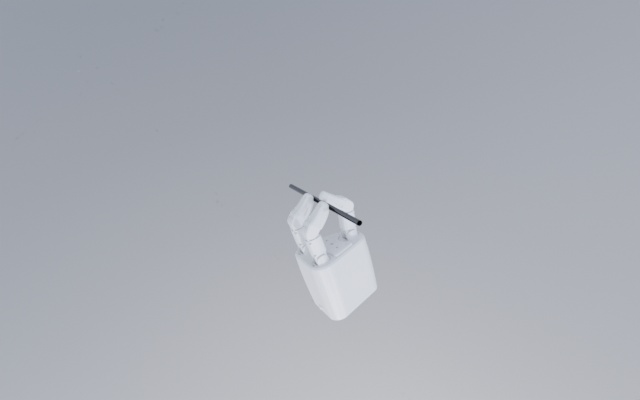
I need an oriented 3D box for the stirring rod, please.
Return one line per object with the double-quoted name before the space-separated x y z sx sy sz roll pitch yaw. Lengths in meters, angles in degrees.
"stirring rod" 0.000 0.002 0.748 0.011 0.011 0.239 0 13 -27
